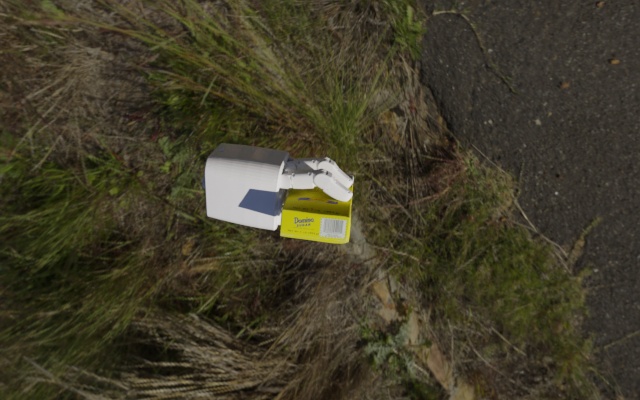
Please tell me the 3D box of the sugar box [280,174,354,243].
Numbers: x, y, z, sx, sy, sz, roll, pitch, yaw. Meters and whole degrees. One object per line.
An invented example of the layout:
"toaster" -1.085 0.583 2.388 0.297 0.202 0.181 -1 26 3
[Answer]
"sugar box" 0.000 0.002 0.704 0.093 0.048 0.176 7 24 2
